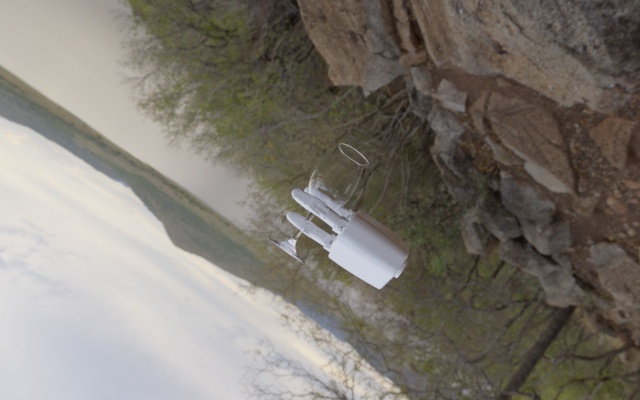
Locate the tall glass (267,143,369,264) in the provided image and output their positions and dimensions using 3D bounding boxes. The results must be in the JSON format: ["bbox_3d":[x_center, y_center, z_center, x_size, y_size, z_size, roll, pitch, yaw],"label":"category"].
[{"bbox_3d":[0.000,0.003,0.795,0.079,0.201,0.079,34,-8,5],"label":"tall glass"}]
